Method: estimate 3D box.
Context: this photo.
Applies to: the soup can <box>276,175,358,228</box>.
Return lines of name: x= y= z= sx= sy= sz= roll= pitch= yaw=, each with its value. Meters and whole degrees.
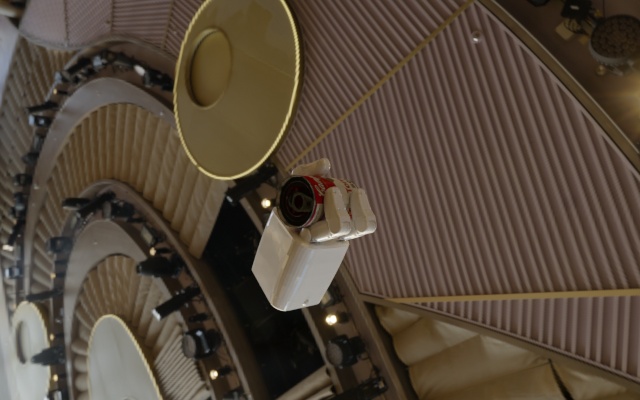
soup can: x=0.000 y=0.002 z=0.641 sx=0.068 sy=0.068 sz=0.102 roll=0 pitch=-1 yaw=41
